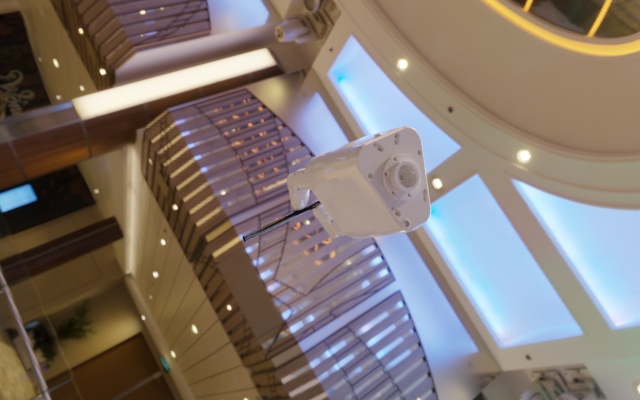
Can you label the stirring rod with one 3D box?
[{"bbox_3d":[0.000,0.002,0.649,0.239,0.011,0.011,-26,13,-29],"label":"stirring rod"}]
